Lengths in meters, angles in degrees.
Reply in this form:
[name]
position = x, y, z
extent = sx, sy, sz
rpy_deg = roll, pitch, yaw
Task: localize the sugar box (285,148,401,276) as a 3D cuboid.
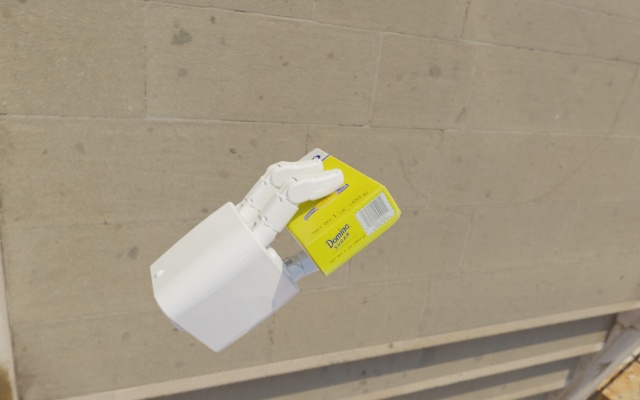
[sugar box]
position = 0.000, 0.001, 0.504
extent = 0.093, 0.048, 0.176
rpy_deg = -37, 29, -7
